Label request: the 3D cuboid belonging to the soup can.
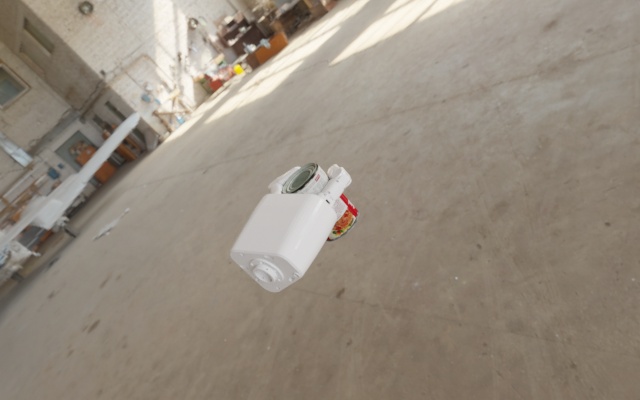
[{"bbox_3d":[0.000,0.002,0.706,0.102,0.068,0.068,48,-23,-23],"label":"soup can"}]
